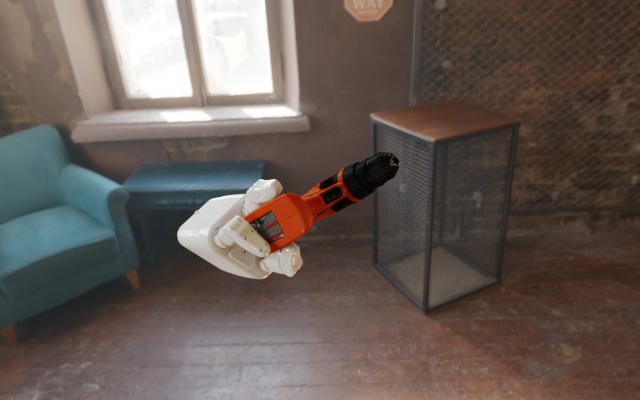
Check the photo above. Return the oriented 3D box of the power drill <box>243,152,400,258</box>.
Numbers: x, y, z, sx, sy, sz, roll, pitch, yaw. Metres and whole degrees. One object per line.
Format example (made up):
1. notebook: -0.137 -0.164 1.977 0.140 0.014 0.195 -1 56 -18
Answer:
1. power drill: 0.000 0.002 0.631 0.184 0.057 0.187 -32 -4 37
